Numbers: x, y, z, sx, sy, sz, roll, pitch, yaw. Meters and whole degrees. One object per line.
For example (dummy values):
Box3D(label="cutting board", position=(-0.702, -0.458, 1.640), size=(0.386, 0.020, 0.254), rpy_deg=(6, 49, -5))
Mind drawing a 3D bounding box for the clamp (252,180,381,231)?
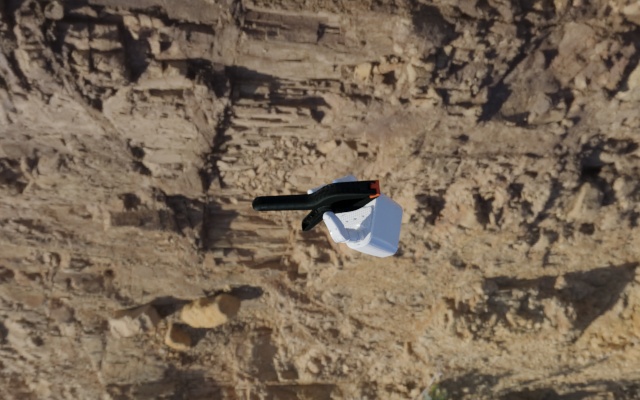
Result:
Box3D(label="clamp", position=(0.001, 0.003, 0.815), size=(0.210, 0.036, 0.164), rpy_deg=(-20, -26, 34))
